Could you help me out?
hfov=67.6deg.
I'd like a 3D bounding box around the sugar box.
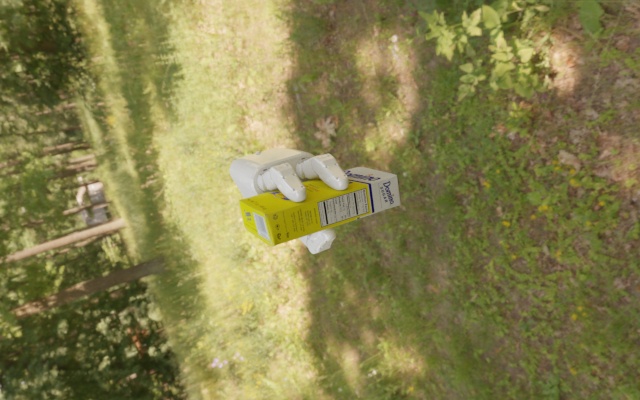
[{"bbox_3d":[0.000,0.001,0.584,0.176,0.048,0.093,-20,19,-24],"label":"sugar box"}]
